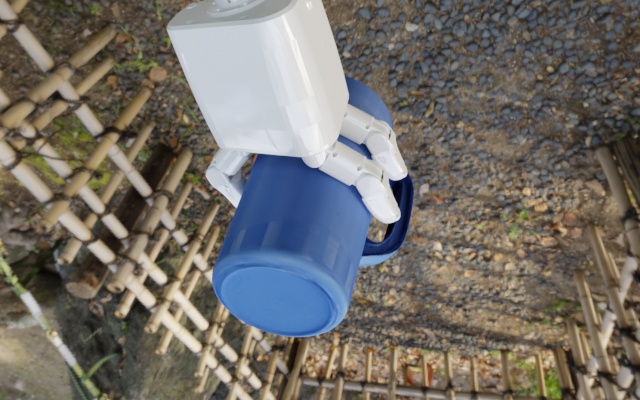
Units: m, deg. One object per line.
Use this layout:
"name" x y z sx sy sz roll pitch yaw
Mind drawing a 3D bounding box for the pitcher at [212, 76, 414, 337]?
"pitcher" 0.000 0.001 0.446 0.149 0.145 0.242 -4 41 19
